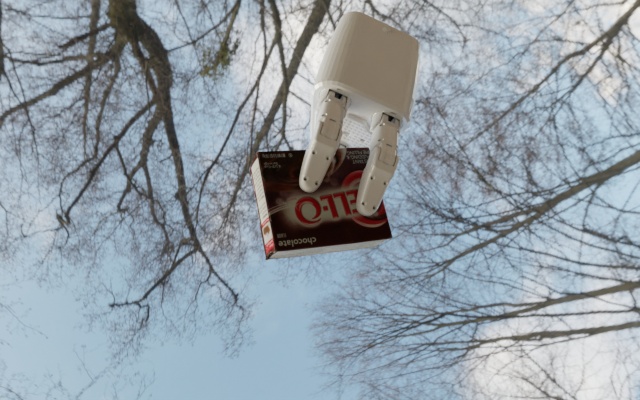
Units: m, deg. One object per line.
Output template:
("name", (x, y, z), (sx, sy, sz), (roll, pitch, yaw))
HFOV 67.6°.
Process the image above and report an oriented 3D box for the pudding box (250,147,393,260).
("pudding box", (0.000, 0.001, 0.427), (0.113, 0.090, 0.039), (-6, -19, -21))
